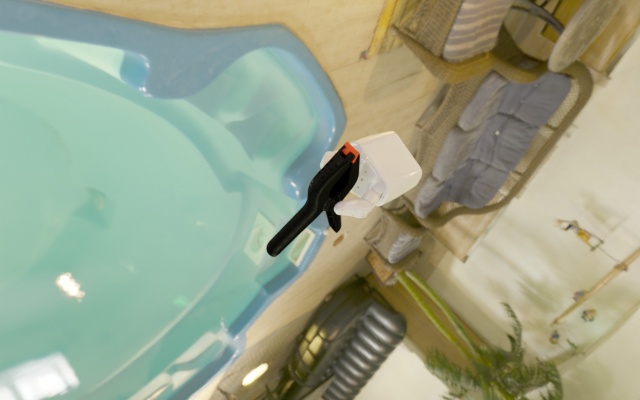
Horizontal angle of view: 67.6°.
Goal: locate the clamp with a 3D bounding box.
[{"bbox_3d":[0.001,0.003,0.742,0.164,0.210,0.036,-23,59,-39],"label":"clamp"}]
